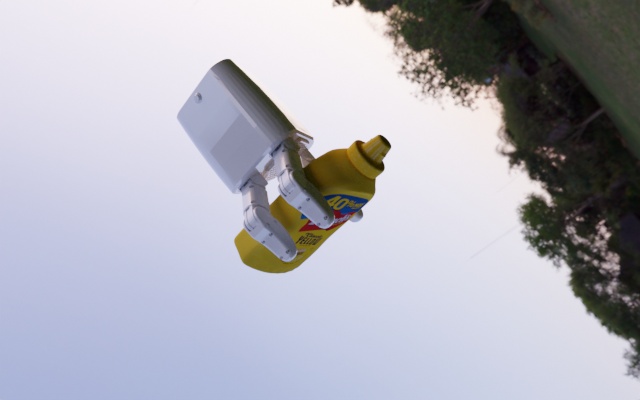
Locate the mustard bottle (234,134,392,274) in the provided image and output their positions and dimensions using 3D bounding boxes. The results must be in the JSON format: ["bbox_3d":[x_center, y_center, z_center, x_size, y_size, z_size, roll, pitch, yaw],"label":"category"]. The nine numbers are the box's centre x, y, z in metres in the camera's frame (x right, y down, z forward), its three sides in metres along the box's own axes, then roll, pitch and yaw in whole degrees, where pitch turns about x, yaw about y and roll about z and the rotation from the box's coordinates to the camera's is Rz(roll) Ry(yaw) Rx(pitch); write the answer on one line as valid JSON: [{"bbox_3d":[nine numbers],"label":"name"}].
[{"bbox_3d":[0.000,0.002,0.497,0.096,0.058,0.192,11,-47,-48],"label":"mustard bottle"}]
